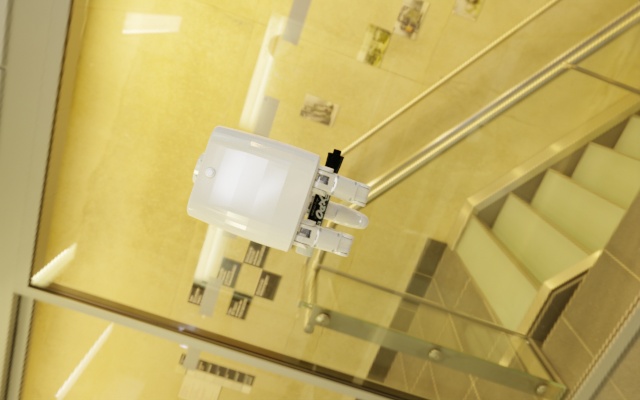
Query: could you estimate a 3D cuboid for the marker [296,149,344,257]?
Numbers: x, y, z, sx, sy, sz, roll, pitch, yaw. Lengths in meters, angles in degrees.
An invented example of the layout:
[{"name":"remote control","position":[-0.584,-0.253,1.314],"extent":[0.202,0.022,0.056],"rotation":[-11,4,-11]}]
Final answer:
[{"name":"marker","position":[0.000,0.002,0.524],"extent":[0.020,0.121,0.020],"rotation":[18,-1,0]}]
